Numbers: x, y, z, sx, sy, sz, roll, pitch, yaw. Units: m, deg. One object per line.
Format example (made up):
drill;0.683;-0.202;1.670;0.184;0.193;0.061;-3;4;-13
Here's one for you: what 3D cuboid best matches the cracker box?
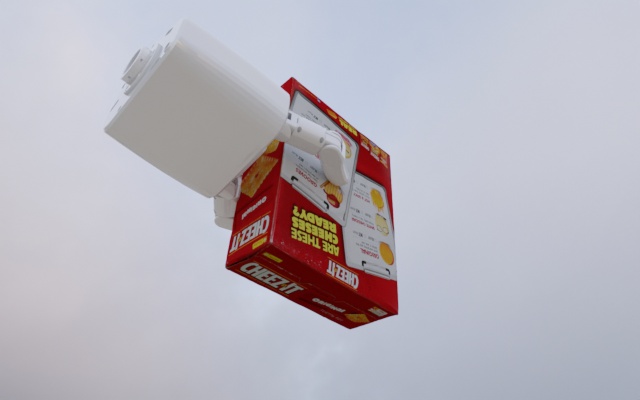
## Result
cracker box;0.000;0.001;0.493;0.164;0.213;0.072;34;-47;-32
